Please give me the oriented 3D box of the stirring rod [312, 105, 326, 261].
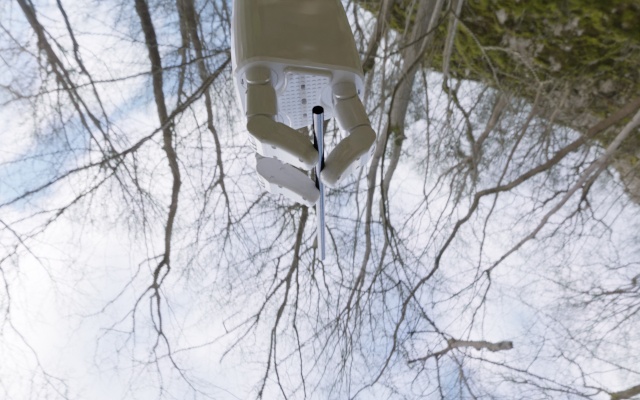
[{"bbox_3d":[0.000,0.001,0.417,0.011,0.011,0.240,0,-30,1],"label":"stirring rod"}]
